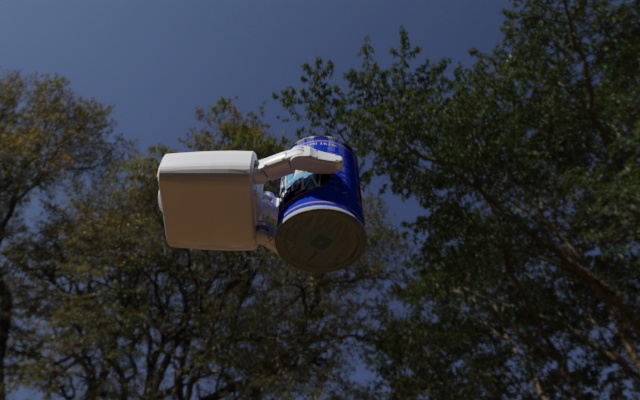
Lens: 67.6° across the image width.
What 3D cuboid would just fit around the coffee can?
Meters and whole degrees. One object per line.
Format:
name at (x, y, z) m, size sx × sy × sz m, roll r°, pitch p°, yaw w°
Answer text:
coffee can at (0.000, 0.002, 0.581) m, size 0.103 × 0.103 × 0.140 m, roll 0°, pitch 41°, yaw 0°
